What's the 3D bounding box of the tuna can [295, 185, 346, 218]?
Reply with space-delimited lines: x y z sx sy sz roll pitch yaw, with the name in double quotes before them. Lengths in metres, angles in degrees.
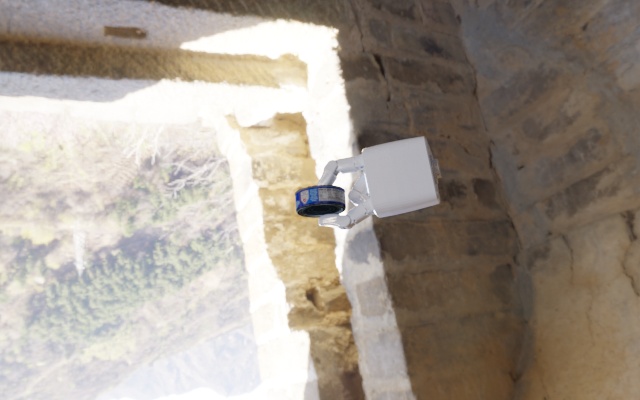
"tuna can" 0.000 0.003 0.802 0.086 0.033 0.086 -4 -16 -1
